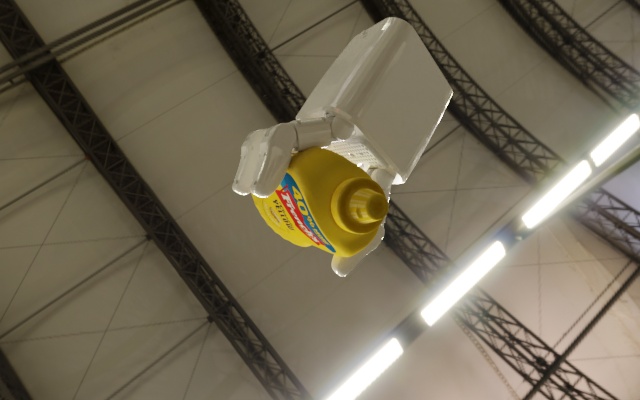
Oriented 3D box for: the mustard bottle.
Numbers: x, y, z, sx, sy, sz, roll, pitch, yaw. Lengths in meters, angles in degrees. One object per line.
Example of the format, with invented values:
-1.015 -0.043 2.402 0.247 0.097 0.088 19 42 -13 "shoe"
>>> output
0.000 0.002 0.408 0.058 0.096 0.191 -34 15 -20 "mustard bottle"
